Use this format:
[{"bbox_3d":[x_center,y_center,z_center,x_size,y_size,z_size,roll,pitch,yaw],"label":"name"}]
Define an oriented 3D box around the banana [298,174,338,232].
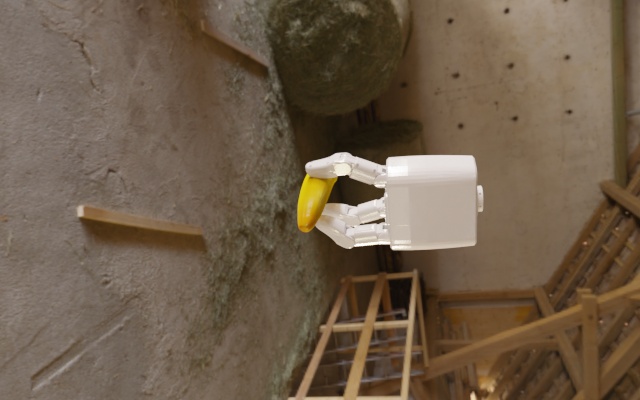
[{"bbox_3d":[0.001,-0.017,0.645,0.037,0.070,0.197,2,14,8],"label":"banana"}]
